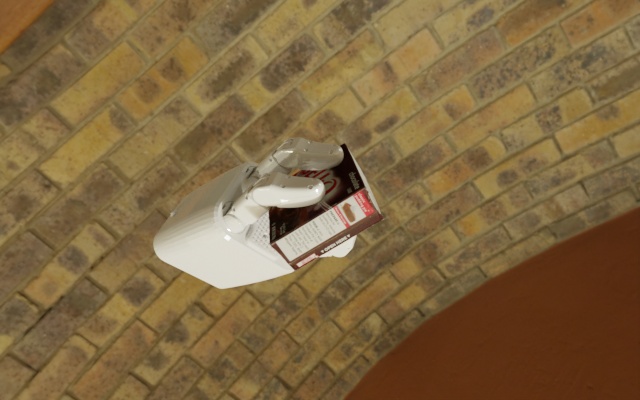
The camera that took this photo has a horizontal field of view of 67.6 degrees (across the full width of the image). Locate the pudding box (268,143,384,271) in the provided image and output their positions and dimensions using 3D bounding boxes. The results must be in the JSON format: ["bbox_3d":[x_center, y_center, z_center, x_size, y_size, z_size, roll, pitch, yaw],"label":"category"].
[{"bbox_3d":[0.000,0.002,0.425,0.090,0.039,0.113,-32,26,8],"label":"pudding box"}]
